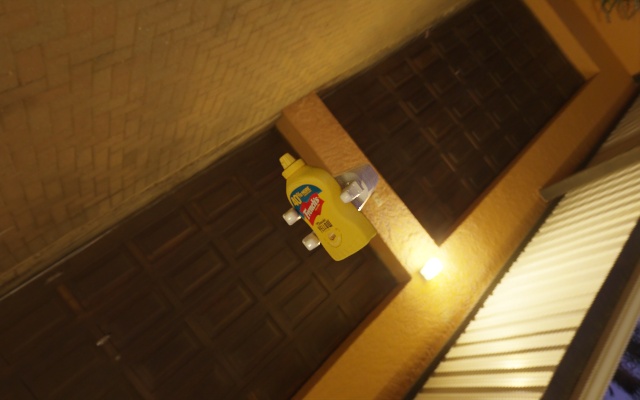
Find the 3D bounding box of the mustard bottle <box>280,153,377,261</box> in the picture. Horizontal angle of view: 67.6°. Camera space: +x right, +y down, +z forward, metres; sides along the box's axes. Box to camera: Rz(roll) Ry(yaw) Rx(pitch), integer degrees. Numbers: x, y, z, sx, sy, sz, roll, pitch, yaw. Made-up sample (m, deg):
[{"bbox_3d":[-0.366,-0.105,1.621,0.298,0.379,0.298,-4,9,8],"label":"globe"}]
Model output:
[{"bbox_3d":[0.000,0.003,0.773,0.058,0.191,0.096,-39,1,-40],"label":"mustard bottle"}]
